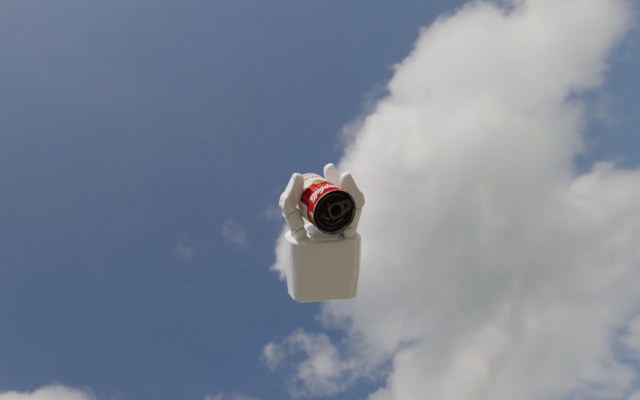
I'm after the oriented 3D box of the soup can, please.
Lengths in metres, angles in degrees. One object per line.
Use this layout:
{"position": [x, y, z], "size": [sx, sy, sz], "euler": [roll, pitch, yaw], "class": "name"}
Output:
{"position": [0.000, 0.002, 0.722], "size": [0.068, 0.068, 0.102], "euler": [0, 17, -26], "class": "soup can"}
